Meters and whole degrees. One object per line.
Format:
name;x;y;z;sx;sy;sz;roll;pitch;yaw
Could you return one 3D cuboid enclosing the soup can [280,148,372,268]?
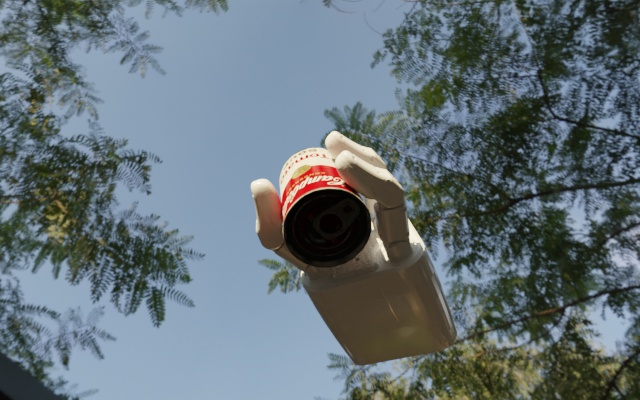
soup can;0.000;0.001;0.405;0.068;0.068;0.102;0;24;-7
